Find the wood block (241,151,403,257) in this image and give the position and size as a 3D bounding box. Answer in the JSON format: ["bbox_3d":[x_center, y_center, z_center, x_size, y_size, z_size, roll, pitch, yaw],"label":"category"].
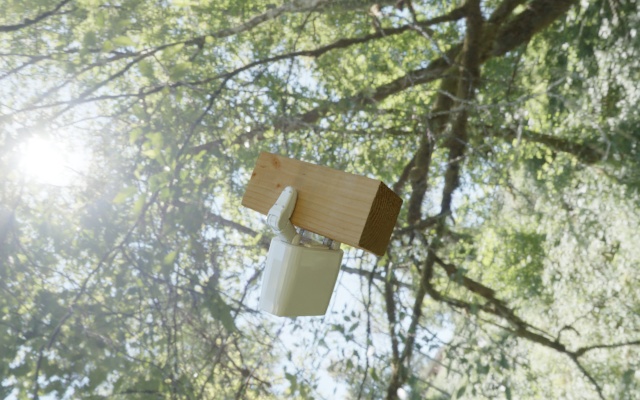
[{"bbox_3d":[0.000,0.003,0.691,0.206,0.090,0.091,17,-7,32],"label":"wood block"}]
